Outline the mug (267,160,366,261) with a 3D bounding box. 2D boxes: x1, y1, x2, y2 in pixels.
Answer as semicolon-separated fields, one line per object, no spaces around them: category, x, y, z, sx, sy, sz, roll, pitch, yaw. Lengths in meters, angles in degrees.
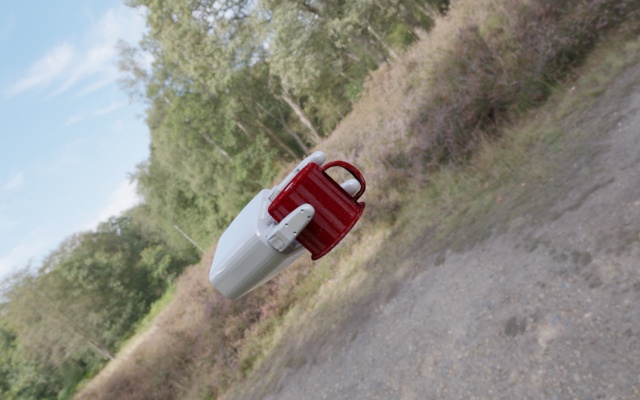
mug;0.001;0.001;0.557;0.117;0.081;0.093;-44;8;23
